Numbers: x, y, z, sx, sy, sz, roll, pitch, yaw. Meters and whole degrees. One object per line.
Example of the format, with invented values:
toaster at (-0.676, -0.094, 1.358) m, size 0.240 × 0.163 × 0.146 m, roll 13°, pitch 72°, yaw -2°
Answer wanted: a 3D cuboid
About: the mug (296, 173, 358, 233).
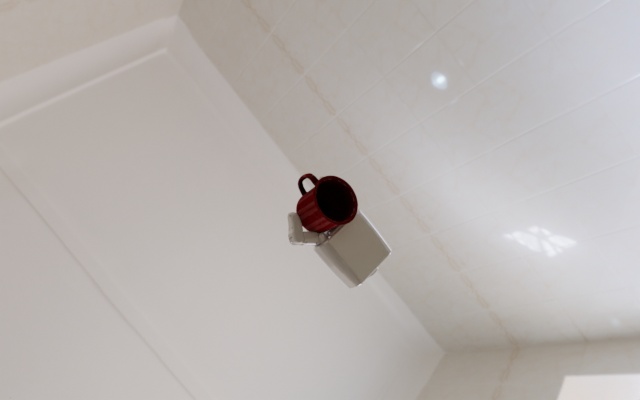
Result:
mug at (-0.001, 0.002, 0.871) m, size 0.093 × 0.117 × 0.081 m, roll -43°, pitch 6°, yaw -37°
